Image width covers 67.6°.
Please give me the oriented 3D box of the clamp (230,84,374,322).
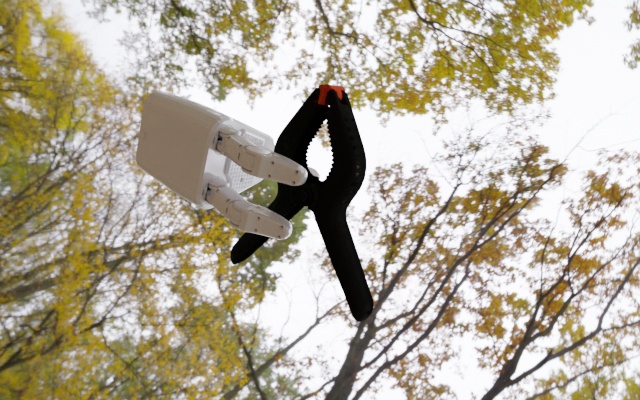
[{"bbox_3d":[0.000,0.001,0.447,0.164,0.210,0.036,26,20,24],"label":"clamp"}]
